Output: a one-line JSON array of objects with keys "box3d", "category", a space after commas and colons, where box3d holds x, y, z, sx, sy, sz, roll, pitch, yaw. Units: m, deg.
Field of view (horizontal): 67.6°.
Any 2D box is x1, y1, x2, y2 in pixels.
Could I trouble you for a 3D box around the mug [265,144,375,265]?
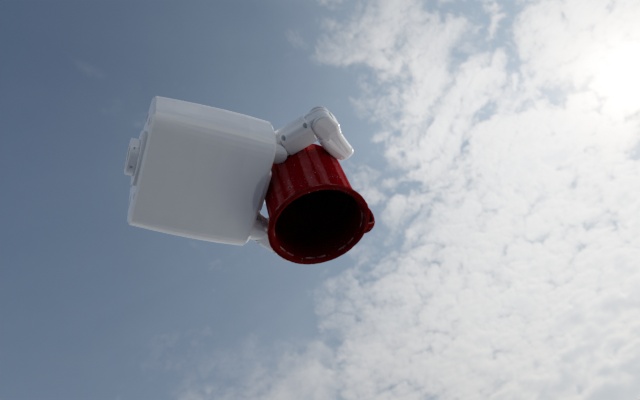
[{"box3d": [0.001, 0.002, 0.456, 0.117, 0.093, 0.081, 13, 33, -26], "category": "mug"}]
